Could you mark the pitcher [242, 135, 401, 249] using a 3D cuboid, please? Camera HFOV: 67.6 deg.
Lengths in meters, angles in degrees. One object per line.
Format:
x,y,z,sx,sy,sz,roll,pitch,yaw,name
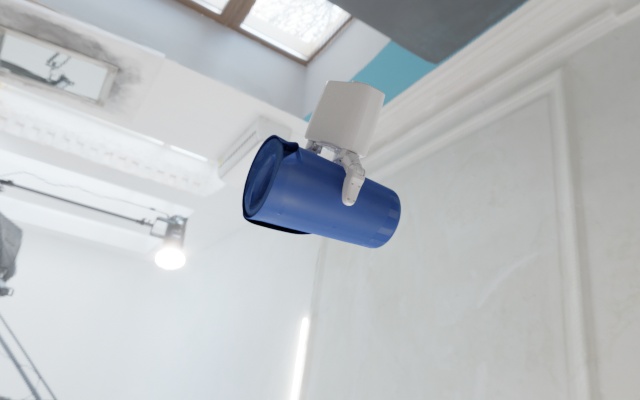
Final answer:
0.000,0.002,0.775,0.243,0.145,0.149,20,0,-26,pitcher
